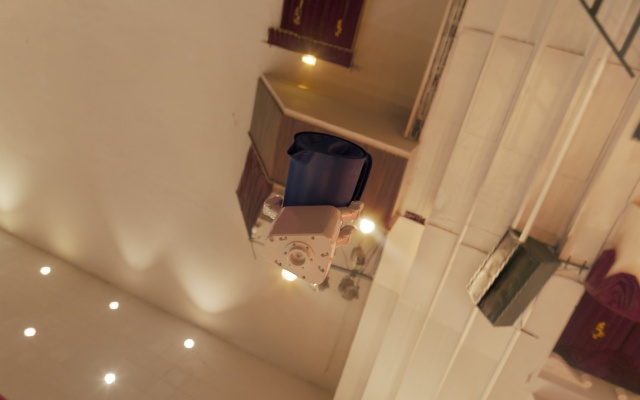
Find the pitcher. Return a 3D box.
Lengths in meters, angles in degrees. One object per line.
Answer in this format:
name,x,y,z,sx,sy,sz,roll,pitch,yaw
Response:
pitcher,0.000,0.003,0.890,0.149,0.243,0.145,16,23,3
